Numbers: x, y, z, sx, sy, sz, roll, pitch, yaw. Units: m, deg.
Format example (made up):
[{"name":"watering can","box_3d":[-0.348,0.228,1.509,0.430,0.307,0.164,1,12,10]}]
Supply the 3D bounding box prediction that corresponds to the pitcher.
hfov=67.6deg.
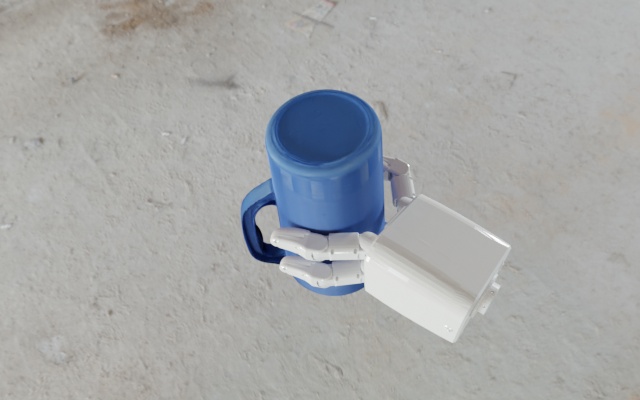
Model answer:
[{"name":"pitcher","box_3d":[0.000,0.002,0.528,0.145,0.149,0.243,31,-25,23]}]
